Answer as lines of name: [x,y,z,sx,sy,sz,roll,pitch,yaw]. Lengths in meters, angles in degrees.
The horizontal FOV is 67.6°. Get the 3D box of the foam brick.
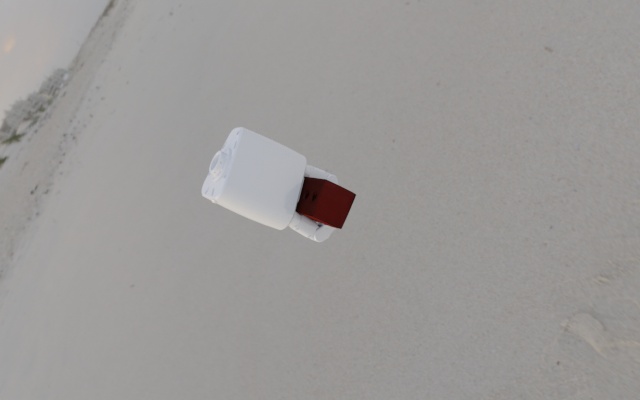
foam brick: [0.000,0.002,0.655,0.051,0.053,0.078,26,-8,-29]
